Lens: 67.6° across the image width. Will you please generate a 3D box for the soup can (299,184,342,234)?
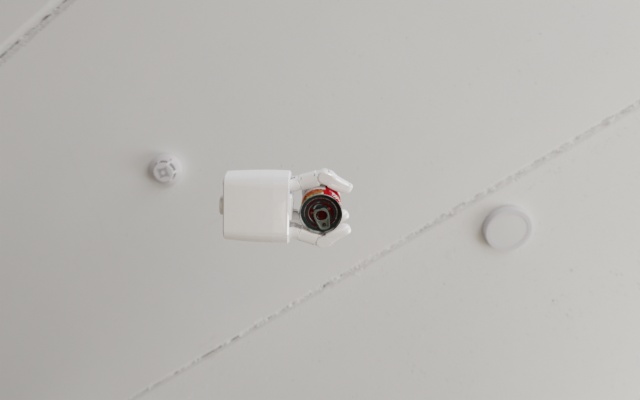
[{"bbox_3d":[0.001,0.002,0.790,0.068,0.068,0.102,0,23,0],"label":"soup can"}]
